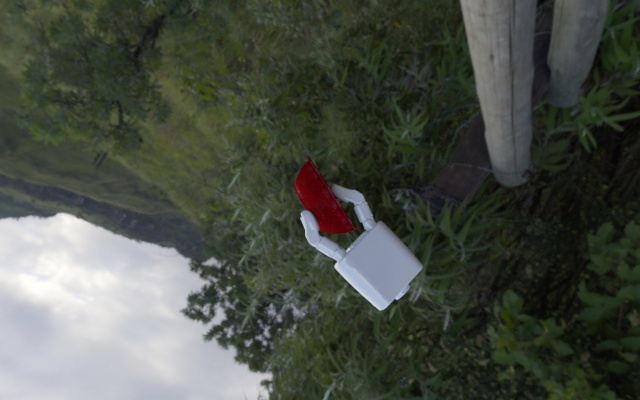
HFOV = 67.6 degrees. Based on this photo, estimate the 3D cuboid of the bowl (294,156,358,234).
[{"bbox_3d":[-0.001,0.002,0.846,0.055,0.162,0.162,-33,-1,1],"label":"bowl"}]
